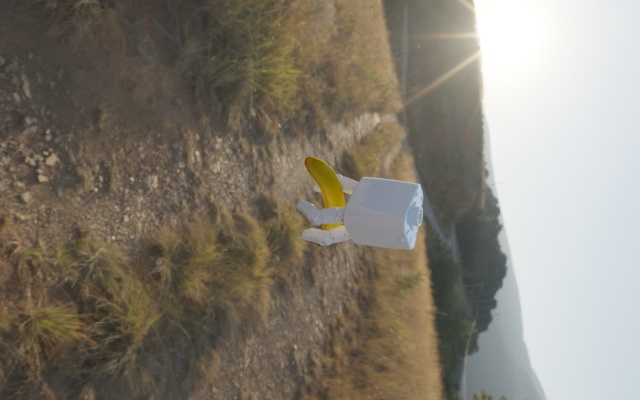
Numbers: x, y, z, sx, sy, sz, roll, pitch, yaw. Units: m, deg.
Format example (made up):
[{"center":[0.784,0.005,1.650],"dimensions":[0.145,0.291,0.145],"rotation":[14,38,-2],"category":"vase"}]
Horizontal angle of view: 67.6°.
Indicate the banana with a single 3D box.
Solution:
[{"center":[0.013,-0.004,0.862],"dimensions":[0.037,0.198,0.069],"rotation":[24,46,36],"category":"banana"}]
